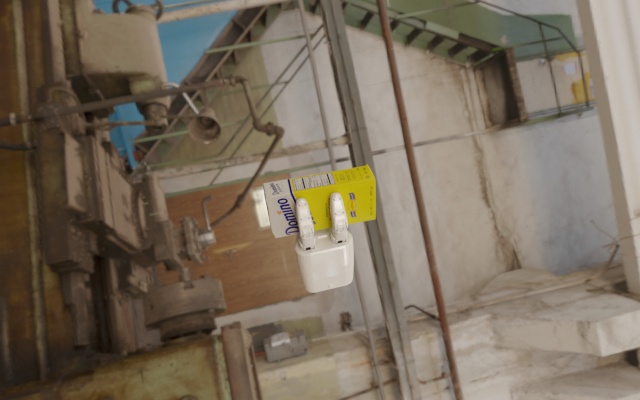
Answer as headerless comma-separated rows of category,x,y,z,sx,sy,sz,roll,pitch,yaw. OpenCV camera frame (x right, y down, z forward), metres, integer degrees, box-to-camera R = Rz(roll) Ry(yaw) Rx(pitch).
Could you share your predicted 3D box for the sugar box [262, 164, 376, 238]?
sugar box,0.000,0.003,0.780,0.176,0.093,0.048,-13,41,-7
